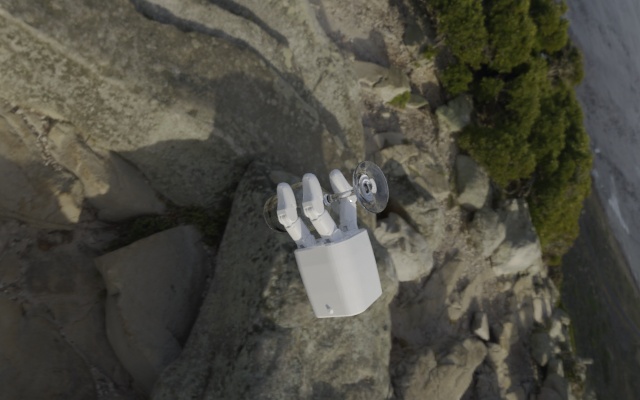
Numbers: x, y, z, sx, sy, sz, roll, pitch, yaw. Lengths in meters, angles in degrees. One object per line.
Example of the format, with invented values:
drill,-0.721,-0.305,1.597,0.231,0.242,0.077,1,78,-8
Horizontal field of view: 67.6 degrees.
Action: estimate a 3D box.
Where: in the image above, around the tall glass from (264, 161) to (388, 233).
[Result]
tall glass,0.001,0.002,0.718,0.201,0.079,0.079,-16,-11,43
